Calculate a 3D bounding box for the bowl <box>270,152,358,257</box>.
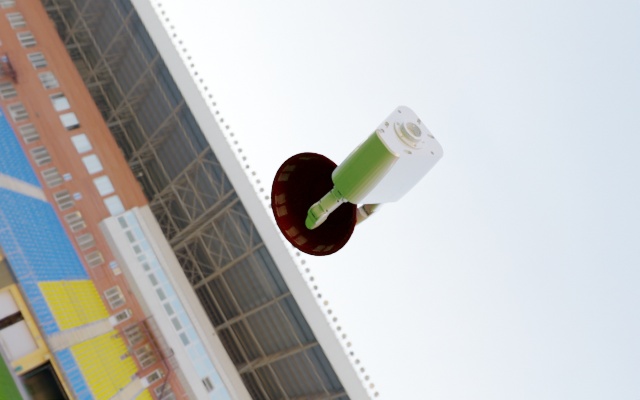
[{"bbox_3d":[-0.001,0.003,0.740,0.162,0.162,0.055,0,10,35],"label":"bowl"}]
